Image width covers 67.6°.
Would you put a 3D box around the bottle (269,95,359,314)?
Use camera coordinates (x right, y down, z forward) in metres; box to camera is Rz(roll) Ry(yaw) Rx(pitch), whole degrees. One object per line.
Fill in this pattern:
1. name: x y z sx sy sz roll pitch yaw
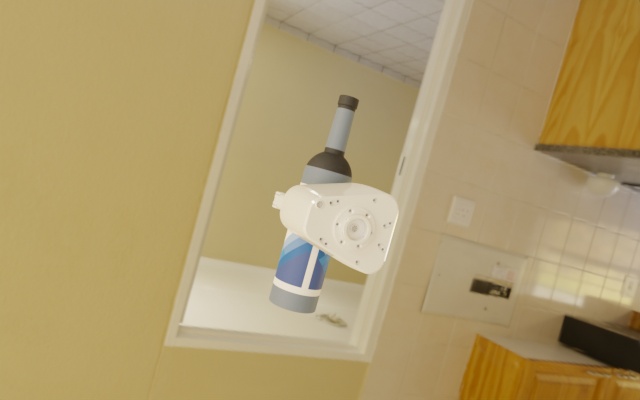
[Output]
1. bottle: 0.000 0.002 0.653 0.069 0.296 0.069 16 2 -1
